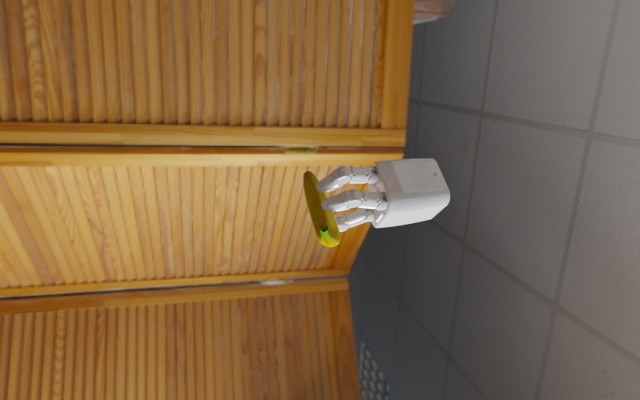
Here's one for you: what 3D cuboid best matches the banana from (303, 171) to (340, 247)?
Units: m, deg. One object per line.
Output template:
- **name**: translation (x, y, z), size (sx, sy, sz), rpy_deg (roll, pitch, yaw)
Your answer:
- **banana**: translation (0.003, 0.020, 0.776), size (0.037, 0.070, 0.197), rpy_deg (-11, 30, -6)
